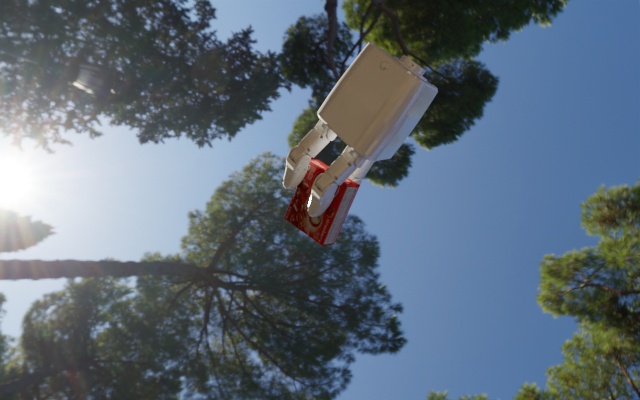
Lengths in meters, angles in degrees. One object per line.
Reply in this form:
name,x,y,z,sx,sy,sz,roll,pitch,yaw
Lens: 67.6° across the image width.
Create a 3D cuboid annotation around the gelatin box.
gelatin box,0.000,0.002,0.612,0.073,0.089,0.030,33,20,33
